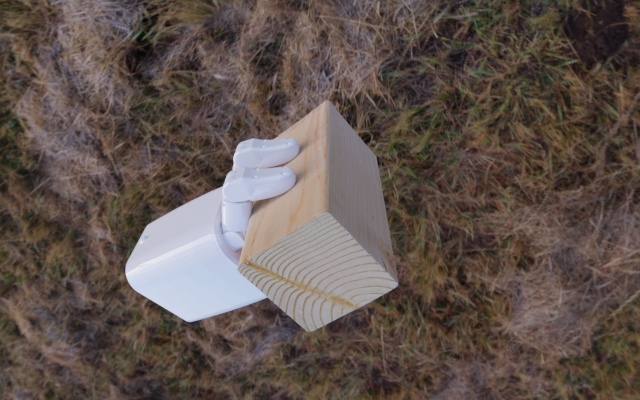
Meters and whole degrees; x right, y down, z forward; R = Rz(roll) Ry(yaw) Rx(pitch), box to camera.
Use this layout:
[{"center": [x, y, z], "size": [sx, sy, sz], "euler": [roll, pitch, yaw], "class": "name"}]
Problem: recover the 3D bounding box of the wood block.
[{"center": [0.000, 0.002, 0.442], "size": [0.090, 0.091, 0.206], "euler": [-33, 27, 21], "class": "wood block"}]
